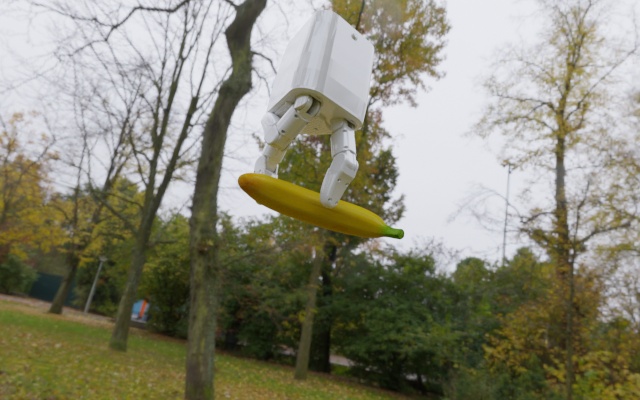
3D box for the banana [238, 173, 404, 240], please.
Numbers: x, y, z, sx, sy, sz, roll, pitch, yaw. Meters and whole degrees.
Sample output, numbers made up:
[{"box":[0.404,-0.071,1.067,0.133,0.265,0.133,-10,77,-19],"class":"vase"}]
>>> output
[{"box":[-0.003,0.007,0.550,0.198,0.037,0.069,17,-17,-15],"class":"banana"}]
